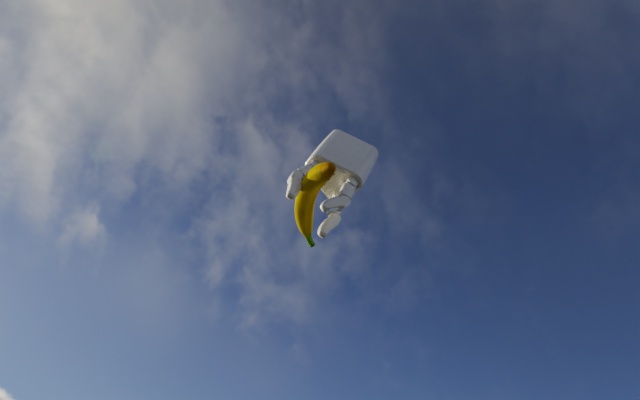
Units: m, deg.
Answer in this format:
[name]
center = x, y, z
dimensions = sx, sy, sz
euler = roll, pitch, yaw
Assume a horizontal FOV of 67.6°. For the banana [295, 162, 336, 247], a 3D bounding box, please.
[banana]
center = -0.014, -0.005, 0.871
dimensions = 0.069, 0.198, 0.037
euler = 35, 46, 24
